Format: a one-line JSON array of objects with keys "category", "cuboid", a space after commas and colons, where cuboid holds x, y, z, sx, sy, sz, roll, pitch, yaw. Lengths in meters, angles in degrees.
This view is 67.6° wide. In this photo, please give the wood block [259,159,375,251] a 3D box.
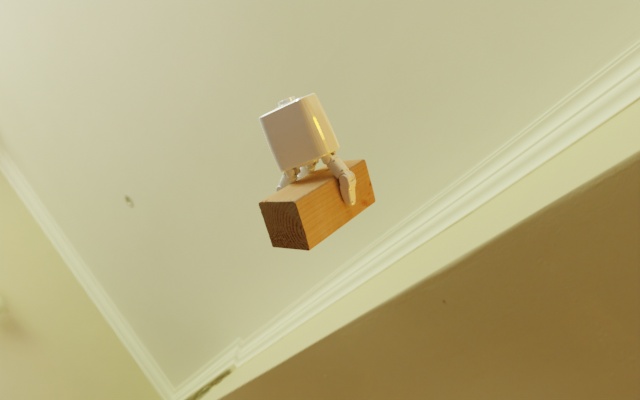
[{"category": "wood block", "cuboid": [0.000, 0.002, 0.863, 0.091, 0.090, 0.206, 0, 23, 41]}]
